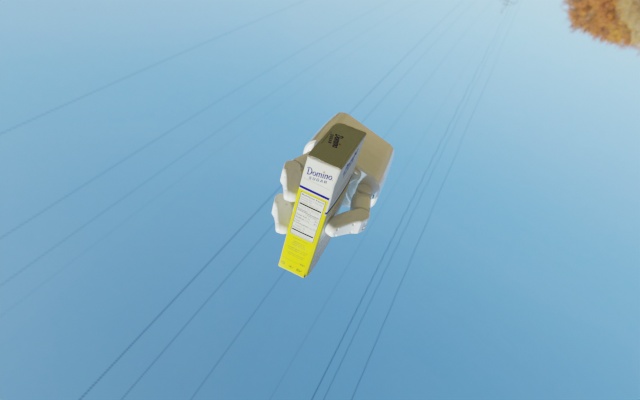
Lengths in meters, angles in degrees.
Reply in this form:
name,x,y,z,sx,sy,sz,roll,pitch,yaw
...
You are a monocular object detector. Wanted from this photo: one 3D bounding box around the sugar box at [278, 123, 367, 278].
name,x,y,z,sx,sy,sz,roll,pitch,yaw
sugar box,0.000,0.002,0.577,0.048,0.176,0.093,23,38,10
